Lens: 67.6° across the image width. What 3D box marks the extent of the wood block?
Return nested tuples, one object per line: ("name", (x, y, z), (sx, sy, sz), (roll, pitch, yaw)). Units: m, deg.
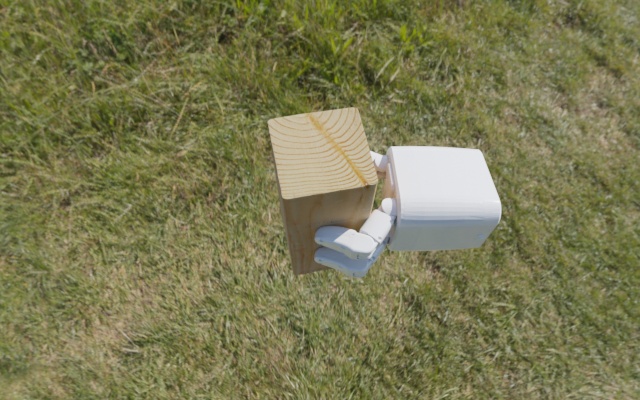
("wood block", (0.000, 0.001, 0.529), (0.090, 0.090, 0.206), (-10, -27, -5))
